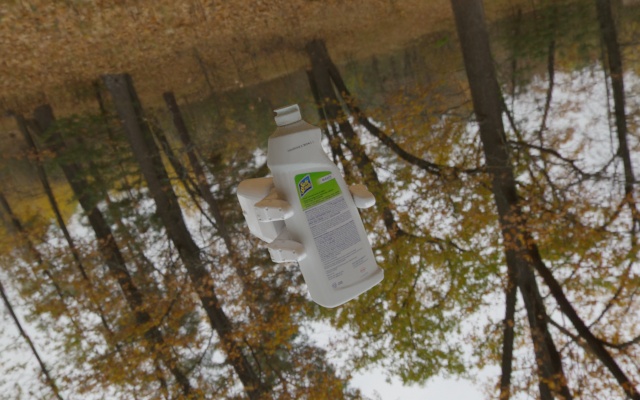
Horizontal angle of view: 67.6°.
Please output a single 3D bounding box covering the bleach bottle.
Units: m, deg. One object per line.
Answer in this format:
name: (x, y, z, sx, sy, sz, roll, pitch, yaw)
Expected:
bleach bottle: (0.000, 0.002, 0.601, 0.102, 0.251, 0.068, -25, 17, -27)
